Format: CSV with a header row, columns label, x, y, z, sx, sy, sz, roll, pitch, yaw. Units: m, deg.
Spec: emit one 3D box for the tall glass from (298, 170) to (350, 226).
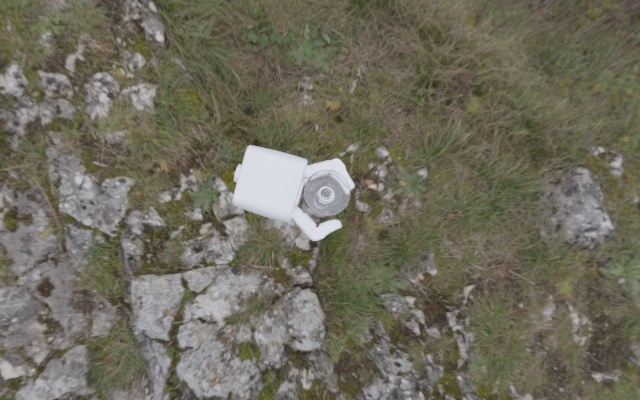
label,x,y,z,sx,sy,sz,roll,pitch,yaw
tall glass,0.000,0.003,0.858,0.079,0.079,0.201,0,-9,-6
